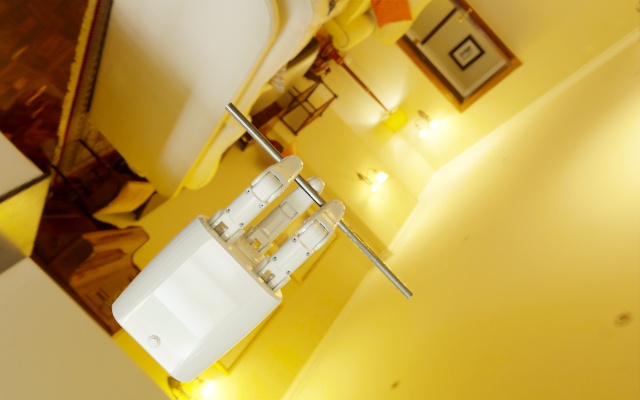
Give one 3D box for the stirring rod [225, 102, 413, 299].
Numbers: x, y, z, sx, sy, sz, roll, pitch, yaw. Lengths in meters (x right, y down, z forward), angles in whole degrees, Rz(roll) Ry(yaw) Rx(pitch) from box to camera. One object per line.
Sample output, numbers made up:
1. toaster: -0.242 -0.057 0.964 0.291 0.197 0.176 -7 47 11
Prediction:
1. stirring rod: 0.000 0.001 0.435 0.011 0.239 0.011 -44 3 3
